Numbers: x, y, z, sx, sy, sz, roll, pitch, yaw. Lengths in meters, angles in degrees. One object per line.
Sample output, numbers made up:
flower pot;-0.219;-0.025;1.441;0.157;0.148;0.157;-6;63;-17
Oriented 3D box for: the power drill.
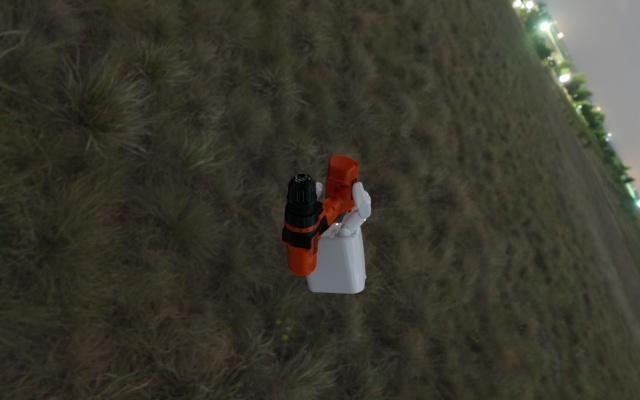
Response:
power drill;0.000;0.002;0.763;0.057;0.185;0.187;20;41;19
